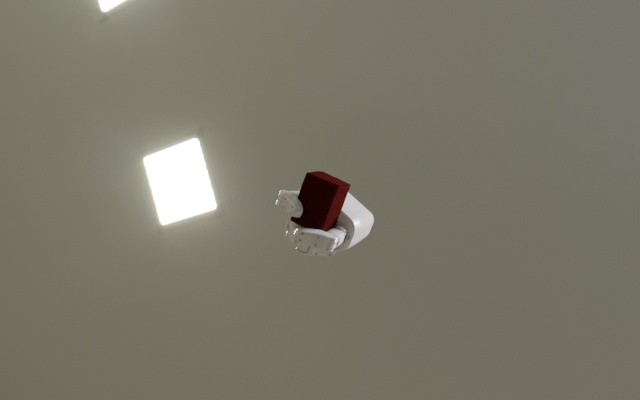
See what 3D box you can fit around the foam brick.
[{"bbox_3d":[0.000,0.002,0.688,0.053,0.078,0.051,26,16,21],"label":"foam brick"}]
